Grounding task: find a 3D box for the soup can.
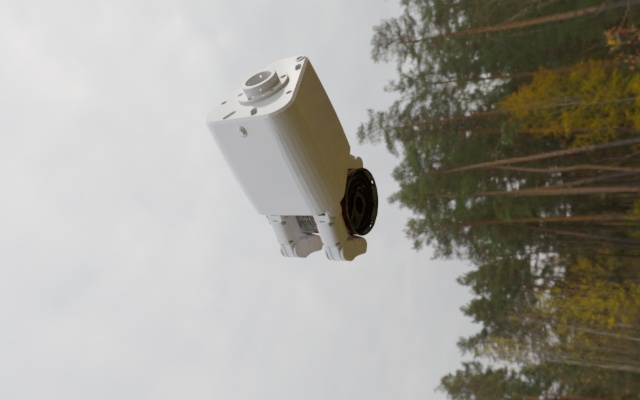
[{"bbox_3d":[0.000,0.002,0.500,0.102,0.068,0.068,-1,0,32],"label":"soup can"}]
